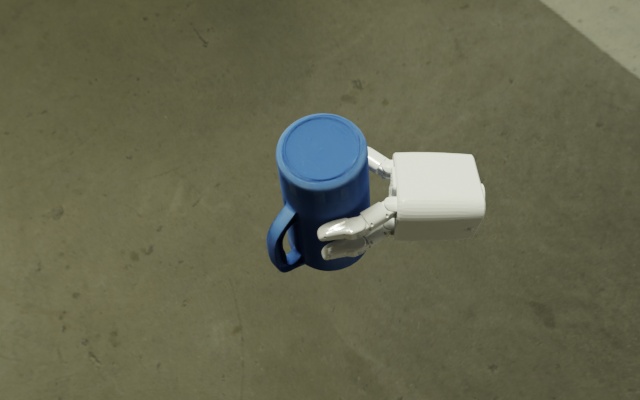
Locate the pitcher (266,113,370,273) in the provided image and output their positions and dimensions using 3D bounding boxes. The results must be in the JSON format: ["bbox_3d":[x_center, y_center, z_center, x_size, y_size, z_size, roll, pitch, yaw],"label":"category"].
[{"bbox_3d":[0.000,0.002,0.649,0.145,0.149,0.243,1,-28,5],"label":"pitcher"}]
